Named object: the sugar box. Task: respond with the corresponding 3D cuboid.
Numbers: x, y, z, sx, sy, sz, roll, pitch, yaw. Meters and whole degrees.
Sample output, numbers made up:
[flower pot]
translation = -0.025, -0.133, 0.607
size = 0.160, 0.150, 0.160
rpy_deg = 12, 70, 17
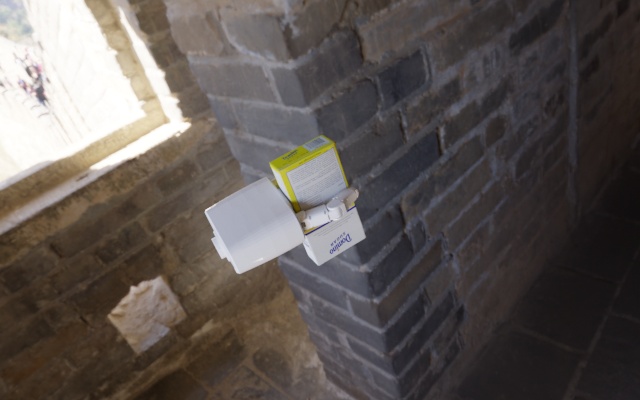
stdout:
[sugar box]
translation = 0.000, 0.002, 0.710
size = 0.093, 0.176, 0.048
rpy_deg = -29, 34, -15
